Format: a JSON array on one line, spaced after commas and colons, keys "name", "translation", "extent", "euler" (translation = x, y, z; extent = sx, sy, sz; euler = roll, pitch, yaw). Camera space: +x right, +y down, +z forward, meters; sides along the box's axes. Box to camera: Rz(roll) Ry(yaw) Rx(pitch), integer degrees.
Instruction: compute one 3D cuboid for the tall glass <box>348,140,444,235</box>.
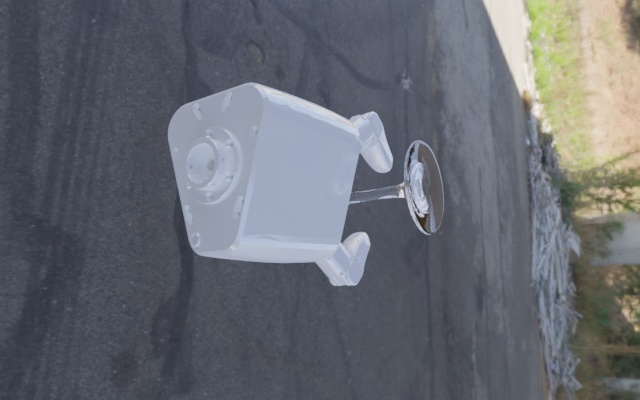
[{"name": "tall glass", "translation": [0.001, 0.001, 0.426], "extent": [0.201, 0.079, 0.079], "euler": [-8, -5, 34]}]
